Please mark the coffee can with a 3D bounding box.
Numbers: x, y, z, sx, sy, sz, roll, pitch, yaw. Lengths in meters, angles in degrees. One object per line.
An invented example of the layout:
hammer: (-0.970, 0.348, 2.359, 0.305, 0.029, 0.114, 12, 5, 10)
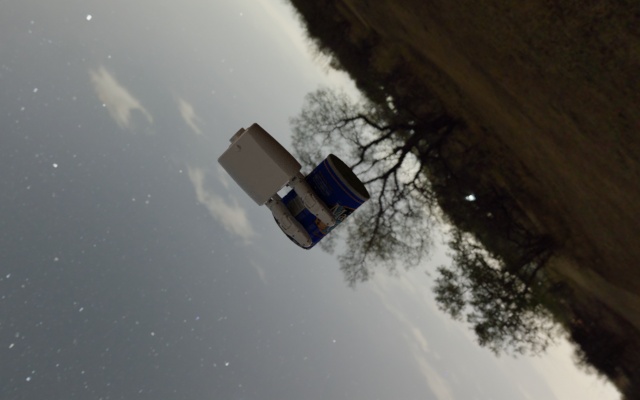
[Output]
coffee can: (0.000, 0.003, 0.829, 0.140, 0.103, 0.103, -42, -13, 15)
